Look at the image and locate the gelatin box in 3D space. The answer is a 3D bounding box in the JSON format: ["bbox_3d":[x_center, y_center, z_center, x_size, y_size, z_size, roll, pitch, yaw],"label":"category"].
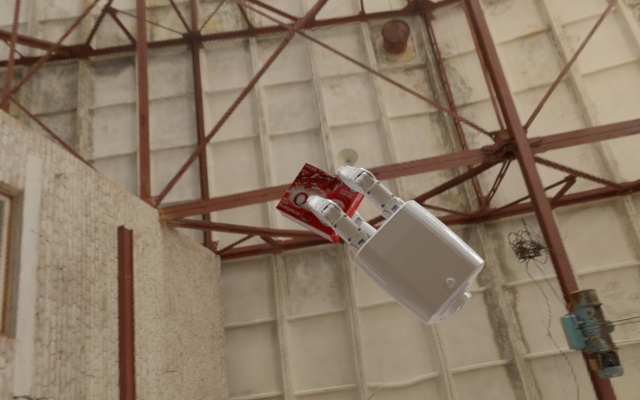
[{"bbox_3d":[0.000,0.002,0.605,0.089,0.073,0.030,26,-15,26],"label":"gelatin box"}]
